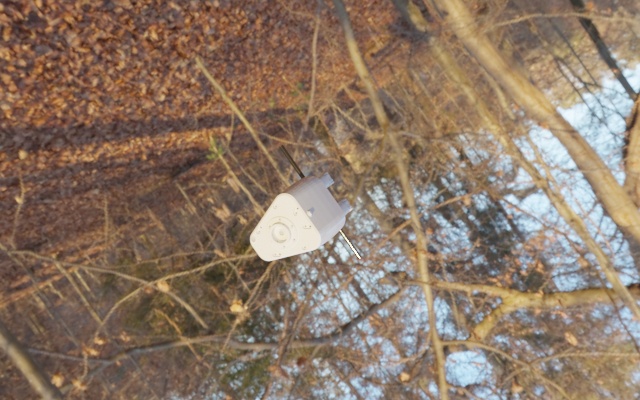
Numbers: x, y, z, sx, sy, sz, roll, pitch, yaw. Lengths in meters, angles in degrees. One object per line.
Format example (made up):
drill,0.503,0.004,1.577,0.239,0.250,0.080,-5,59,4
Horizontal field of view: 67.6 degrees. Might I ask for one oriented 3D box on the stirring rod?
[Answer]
stirring rod,0.000,0.003,0.839,0.011,0.239,0.011,-35,1,0
